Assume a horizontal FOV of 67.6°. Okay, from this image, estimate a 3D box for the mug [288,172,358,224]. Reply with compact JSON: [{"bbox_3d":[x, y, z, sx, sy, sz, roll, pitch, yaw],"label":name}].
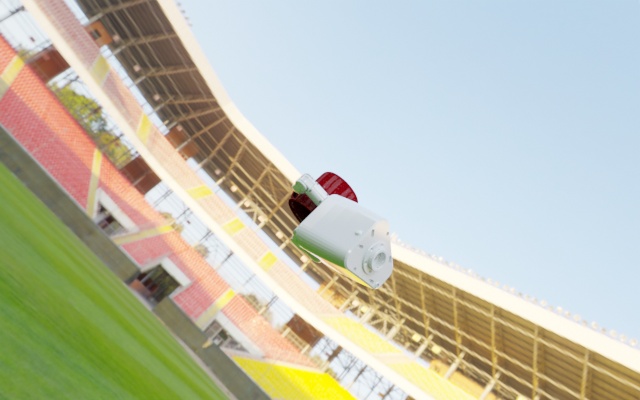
[{"bbox_3d":[-0.001,0.002,0.795,0.081,0.093,0.117,-43,45,-19],"label":"mug"}]
